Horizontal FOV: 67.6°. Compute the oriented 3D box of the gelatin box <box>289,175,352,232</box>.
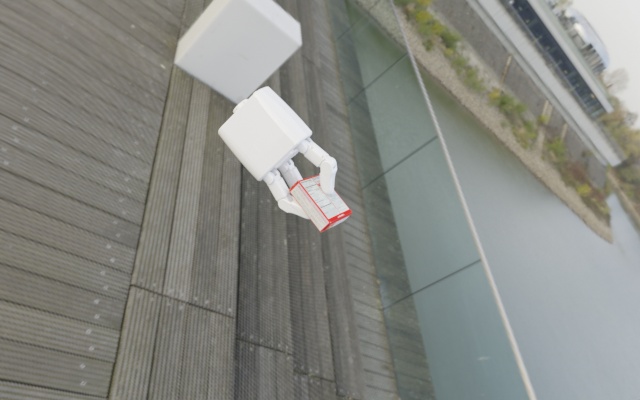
[{"bbox_3d":[0.001,0.003,0.782,0.030,0.089,0.073,-46,-13,31],"label":"gelatin box"}]
